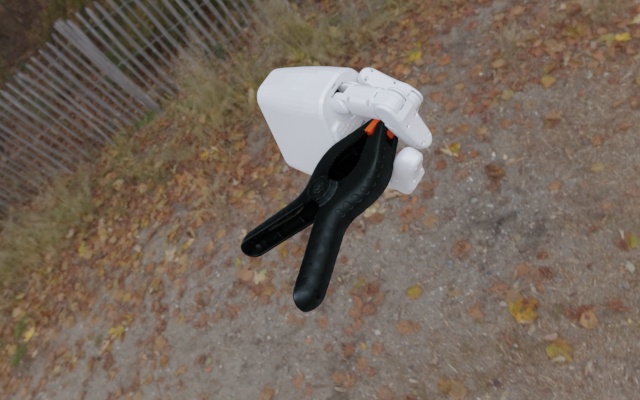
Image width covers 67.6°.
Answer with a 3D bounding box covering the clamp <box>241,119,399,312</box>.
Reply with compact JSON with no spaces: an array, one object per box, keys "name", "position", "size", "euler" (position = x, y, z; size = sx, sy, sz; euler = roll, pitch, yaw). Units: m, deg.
[{"name":"clamp","position":[0.000,0.001,0.408],"size":[0.120,0.171,0.039],"euler":[20,-20,46]}]
